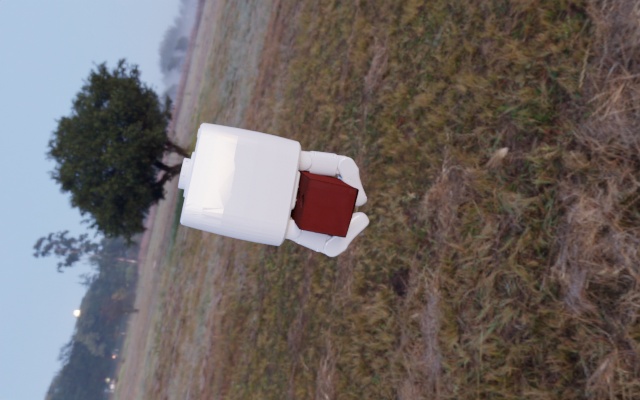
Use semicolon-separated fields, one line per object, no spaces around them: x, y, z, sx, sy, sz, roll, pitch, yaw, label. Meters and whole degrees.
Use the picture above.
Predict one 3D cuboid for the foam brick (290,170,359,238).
0.000;0.002;0.501;0.051;0.053;0.078;12;7;-15;foam brick
